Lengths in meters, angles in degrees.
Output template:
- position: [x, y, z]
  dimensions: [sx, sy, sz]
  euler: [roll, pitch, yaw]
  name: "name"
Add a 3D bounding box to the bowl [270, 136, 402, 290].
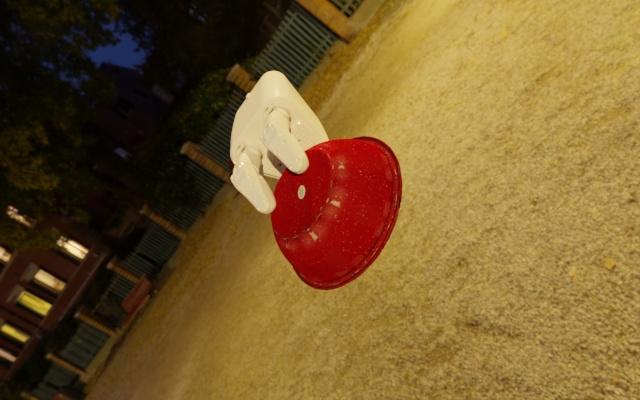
- position: [0.000, 0.002, 0.461]
  dimensions: [0.055, 0.162, 0.162]
  euler: [25, -15, -36]
  name: "bowl"
